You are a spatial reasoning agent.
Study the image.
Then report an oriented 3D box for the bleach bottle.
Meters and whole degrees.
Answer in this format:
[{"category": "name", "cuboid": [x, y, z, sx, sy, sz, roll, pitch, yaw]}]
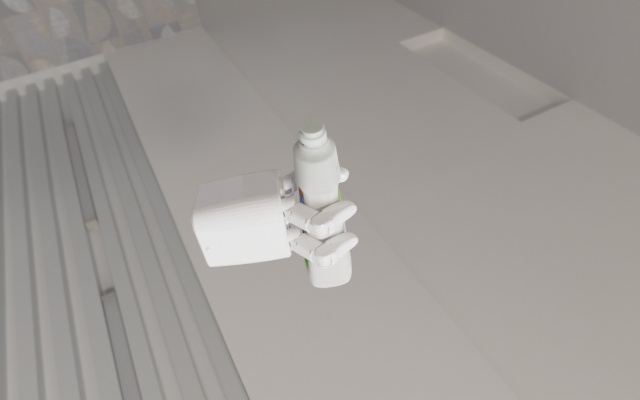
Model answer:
[{"category": "bleach bottle", "cuboid": [0.000, 0.002, 0.620, 0.068, 0.251, 0.102, -9, 44, -2]}]
